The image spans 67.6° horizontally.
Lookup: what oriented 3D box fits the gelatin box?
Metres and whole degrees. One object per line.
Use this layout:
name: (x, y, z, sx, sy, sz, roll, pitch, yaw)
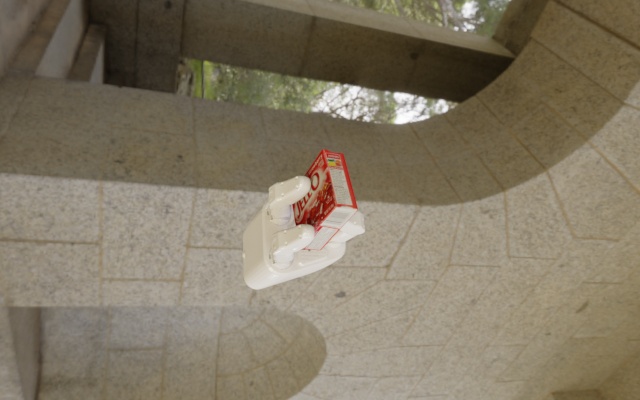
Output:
gelatin box: (0.001, 0.002, 0.513, 0.030, 0.073, 0.089, 8, -37, -27)
